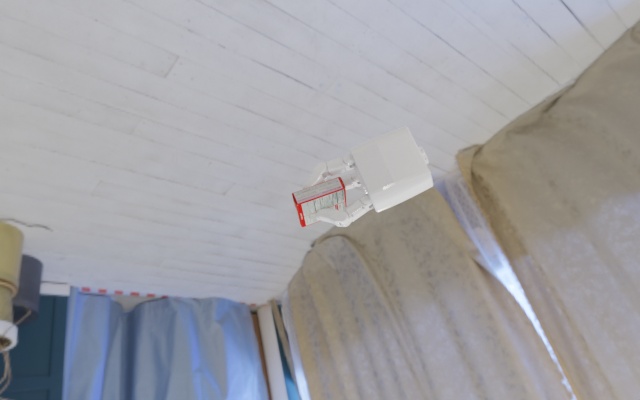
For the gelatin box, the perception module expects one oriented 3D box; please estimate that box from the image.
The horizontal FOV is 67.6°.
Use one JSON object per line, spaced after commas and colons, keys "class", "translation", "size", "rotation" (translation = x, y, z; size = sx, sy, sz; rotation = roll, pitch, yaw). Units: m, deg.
{"class": "gelatin box", "translation": [0.000, 0.003, 0.821], "size": [0.089, 0.030, 0.073], "rotation": [-20, -33, -7]}
